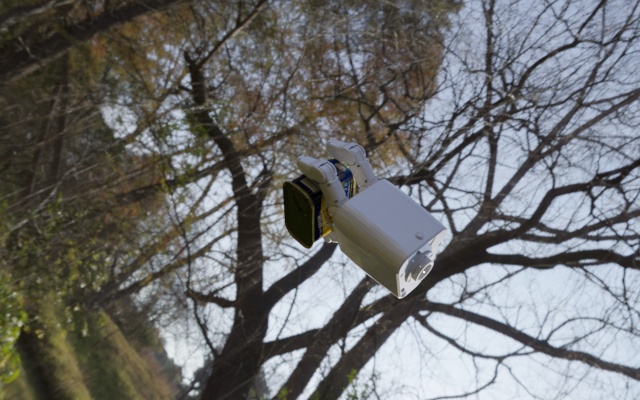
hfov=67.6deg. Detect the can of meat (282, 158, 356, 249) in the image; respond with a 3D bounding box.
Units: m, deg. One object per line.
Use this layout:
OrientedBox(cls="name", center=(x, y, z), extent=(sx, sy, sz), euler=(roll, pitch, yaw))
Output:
OrientedBox(cls="can of meat", center=(0.000, 0.002, 0.645), extent=(0.084, 0.102, 0.057), euler=(-32, 52, -29))
